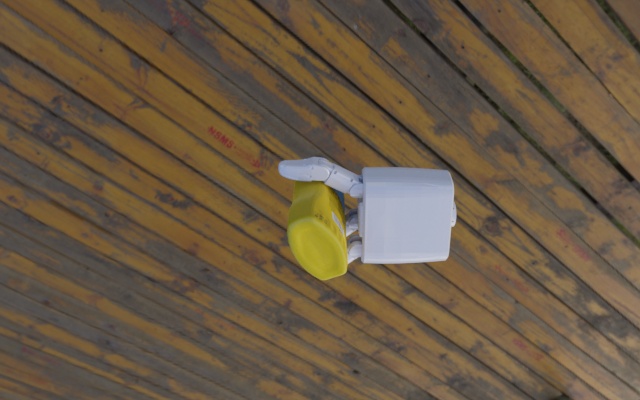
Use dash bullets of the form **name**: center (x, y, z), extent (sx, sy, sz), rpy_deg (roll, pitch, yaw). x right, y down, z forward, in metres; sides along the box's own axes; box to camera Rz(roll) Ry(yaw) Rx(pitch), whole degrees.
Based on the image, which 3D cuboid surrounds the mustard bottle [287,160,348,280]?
- **mustard bottle**: center (0.000, 0.002, 0.604), extent (0.058, 0.096, 0.191), rpy_deg (-21, 32, 17)
